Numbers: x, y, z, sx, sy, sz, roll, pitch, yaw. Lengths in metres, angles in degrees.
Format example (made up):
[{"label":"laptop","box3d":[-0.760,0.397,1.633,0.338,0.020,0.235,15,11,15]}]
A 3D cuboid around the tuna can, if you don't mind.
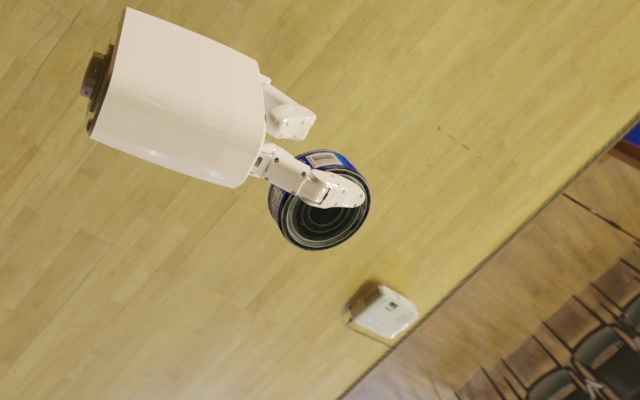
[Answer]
[{"label":"tuna can","box3d":[0.000,0.002,0.413,0.086,0.086,0.033,0,31,-26]}]
